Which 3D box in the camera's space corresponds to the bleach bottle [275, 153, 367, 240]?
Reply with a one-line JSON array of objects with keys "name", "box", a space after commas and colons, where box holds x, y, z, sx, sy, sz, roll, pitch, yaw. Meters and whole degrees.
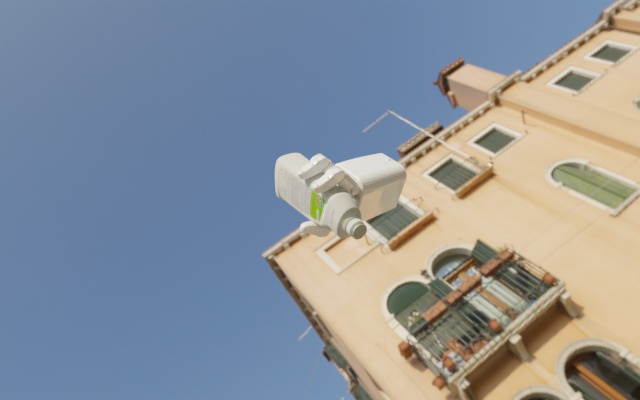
[{"name": "bleach bottle", "box": [0.000, 0.003, 0.871, 0.068, 0.103, 0.250, -17, 35, -26]}]
